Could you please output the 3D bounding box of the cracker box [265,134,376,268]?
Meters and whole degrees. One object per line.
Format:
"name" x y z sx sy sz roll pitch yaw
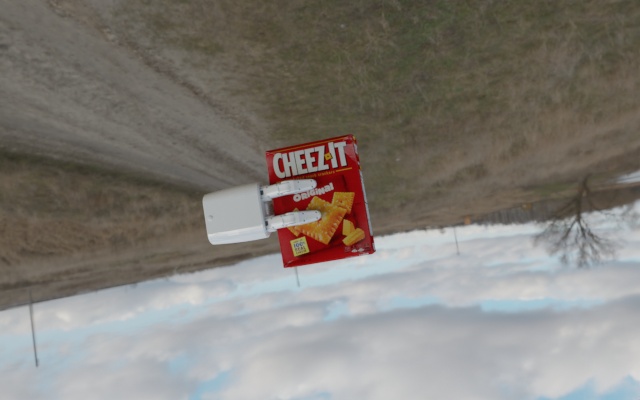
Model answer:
"cracker box" 0.000 0.003 0.859 0.164 0.213 0.072 -10 -5 8
